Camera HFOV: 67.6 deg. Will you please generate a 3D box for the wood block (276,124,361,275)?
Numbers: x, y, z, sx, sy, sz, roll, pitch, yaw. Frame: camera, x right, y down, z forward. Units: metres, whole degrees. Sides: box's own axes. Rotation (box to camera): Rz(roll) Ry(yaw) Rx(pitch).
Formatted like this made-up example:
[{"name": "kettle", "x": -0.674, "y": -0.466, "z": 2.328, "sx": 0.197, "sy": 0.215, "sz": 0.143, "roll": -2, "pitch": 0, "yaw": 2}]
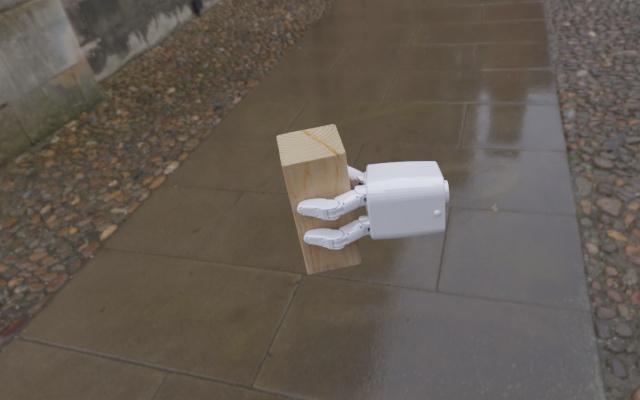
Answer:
[{"name": "wood block", "x": 0.000, "y": 0.002, "z": 0.726, "sx": 0.090, "sy": 0.206, "sz": 0.090, "roll": -12, "pitch": 36, "yaw": -2}]
